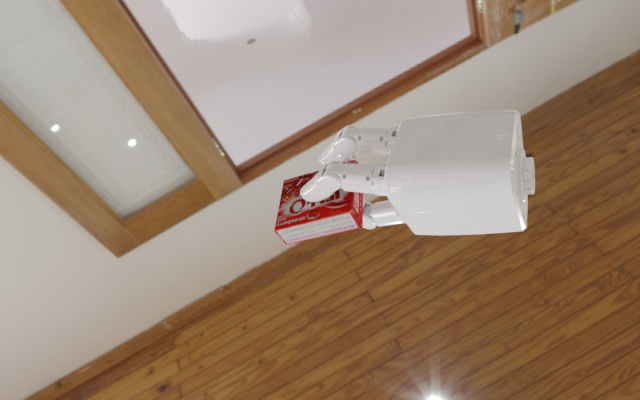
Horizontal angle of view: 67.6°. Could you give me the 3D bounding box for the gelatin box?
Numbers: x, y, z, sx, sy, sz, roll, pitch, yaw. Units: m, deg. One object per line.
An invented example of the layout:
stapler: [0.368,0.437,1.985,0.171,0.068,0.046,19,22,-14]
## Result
gelatin box: [0.000,0.002,0.499,0.089,0.073,0.030,-15,-46,22]
